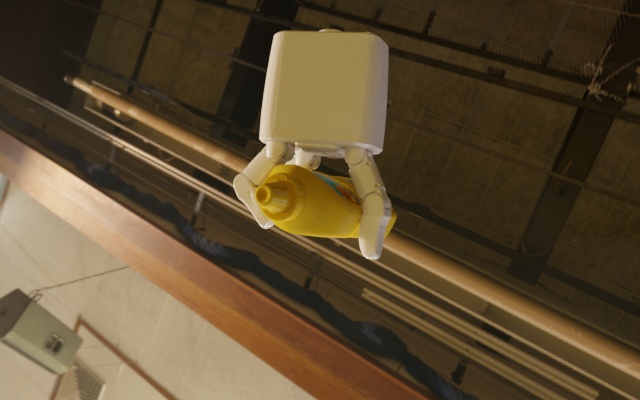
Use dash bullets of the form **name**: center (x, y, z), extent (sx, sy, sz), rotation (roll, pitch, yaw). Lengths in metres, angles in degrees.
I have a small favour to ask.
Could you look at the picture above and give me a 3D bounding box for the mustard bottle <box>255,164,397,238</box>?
- **mustard bottle**: center (0.000, 0.002, 0.463), extent (0.096, 0.058, 0.191), rotation (32, 11, 26)
